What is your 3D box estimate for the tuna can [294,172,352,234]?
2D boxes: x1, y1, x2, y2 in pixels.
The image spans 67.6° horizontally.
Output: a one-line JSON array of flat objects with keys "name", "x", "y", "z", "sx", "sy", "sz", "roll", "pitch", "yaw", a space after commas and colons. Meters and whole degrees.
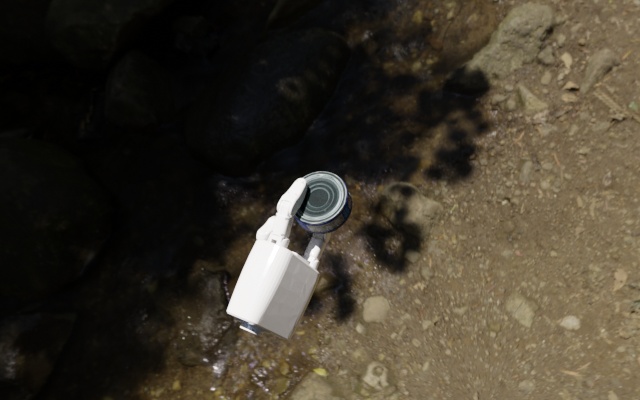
[{"name": "tuna can", "x": 0.000, "y": 0.002, "z": 0.676, "sx": 0.086, "sy": 0.086, "sz": 0.034, "roll": 0, "pitch": -28, "yaw": 17}]
